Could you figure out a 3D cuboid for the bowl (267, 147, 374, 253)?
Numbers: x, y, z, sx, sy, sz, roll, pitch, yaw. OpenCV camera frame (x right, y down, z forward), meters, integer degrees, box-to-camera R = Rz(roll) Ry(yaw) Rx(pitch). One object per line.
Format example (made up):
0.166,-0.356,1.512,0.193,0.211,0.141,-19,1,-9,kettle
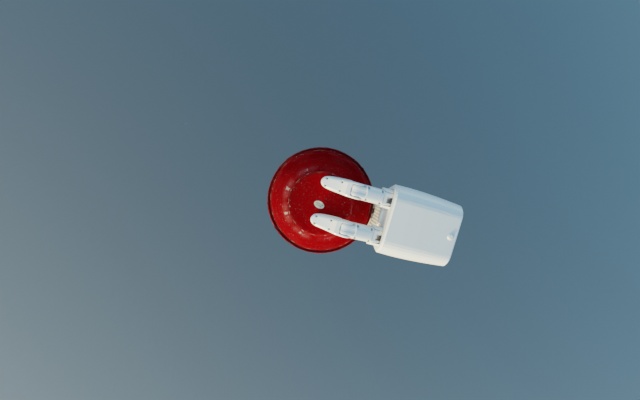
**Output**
-0.001,0.002,0.698,0.162,0.162,0.055,0,5,0,bowl
